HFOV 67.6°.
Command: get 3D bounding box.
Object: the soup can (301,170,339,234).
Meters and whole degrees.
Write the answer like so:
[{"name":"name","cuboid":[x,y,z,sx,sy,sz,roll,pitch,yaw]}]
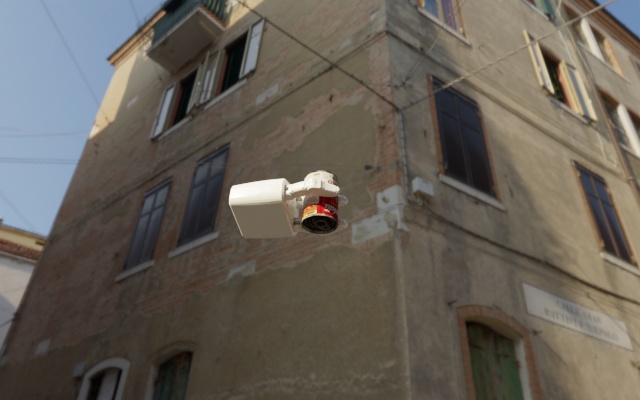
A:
[{"name":"soup can","cuboid":[0.001,0.003,0.899,0.068,0.102,0.069,2,-34,1]}]
